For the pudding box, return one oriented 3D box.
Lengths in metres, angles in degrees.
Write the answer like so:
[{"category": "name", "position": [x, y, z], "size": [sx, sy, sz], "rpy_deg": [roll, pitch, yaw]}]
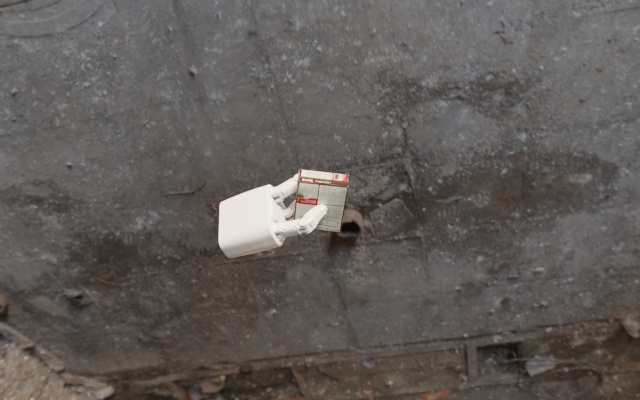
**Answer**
[{"category": "pudding box", "position": [0.000, 0.003, 0.856], "size": [0.090, 0.114, 0.039], "rpy_deg": [6, 40, -3]}]
